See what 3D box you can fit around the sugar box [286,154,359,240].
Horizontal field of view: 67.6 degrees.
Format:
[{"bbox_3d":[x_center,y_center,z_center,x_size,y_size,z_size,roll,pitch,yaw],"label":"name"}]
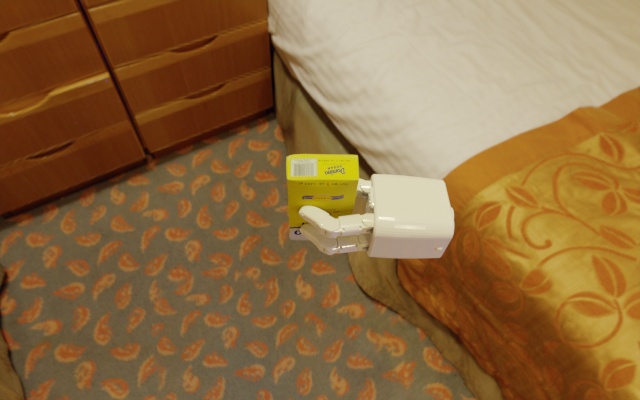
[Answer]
[{"bbox_3d":[0.000,0.003,0.676,0.093,0.048,0.176,1,-33,-1],"label":"sugar box"}]
